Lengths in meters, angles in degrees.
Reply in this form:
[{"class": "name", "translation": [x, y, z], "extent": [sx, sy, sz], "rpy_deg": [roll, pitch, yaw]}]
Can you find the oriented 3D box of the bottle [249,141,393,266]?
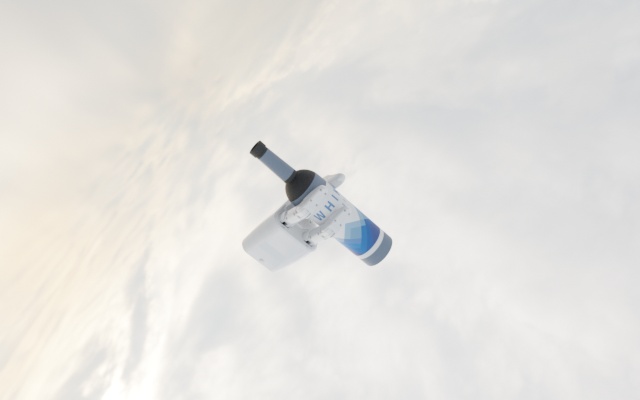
[{"class": "bottle", "translation": [0.000, 0.003, 0.817], "extent": [0.296, 0.069, 0.069], "rpy_deg": [40, -16, -20]}]
